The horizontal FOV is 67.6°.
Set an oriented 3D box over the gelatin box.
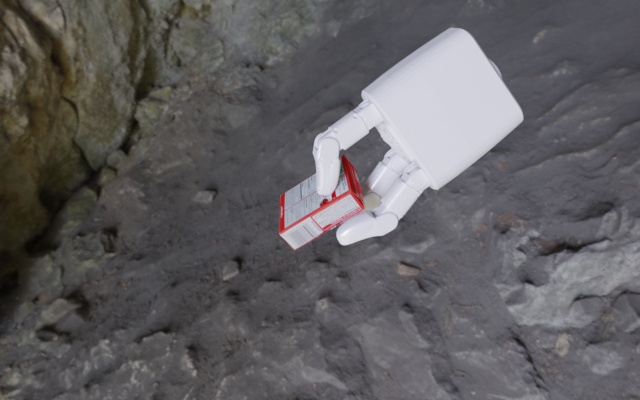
[{"bbox_3d":[0.000,0.001,0.498,0.089,0.030,0.073,-31,30,15],"label":"gelatin box"}]
